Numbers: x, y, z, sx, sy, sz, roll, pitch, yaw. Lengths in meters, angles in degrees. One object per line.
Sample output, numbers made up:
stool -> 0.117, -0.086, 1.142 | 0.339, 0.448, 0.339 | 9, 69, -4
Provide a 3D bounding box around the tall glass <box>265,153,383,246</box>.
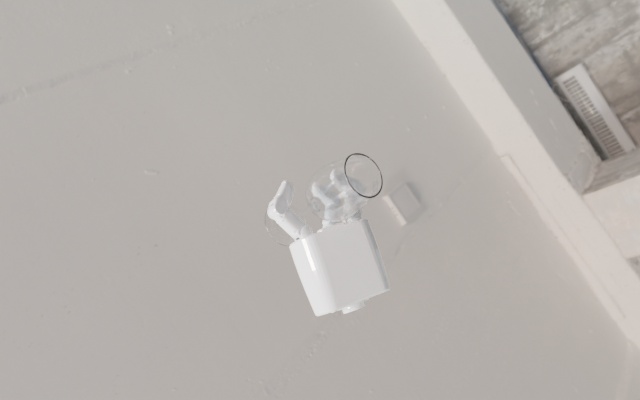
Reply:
tall glass -> 0.000, 0.002, 0.675 | 0.079, 0.079, 0.201 | 0, -20, -36
